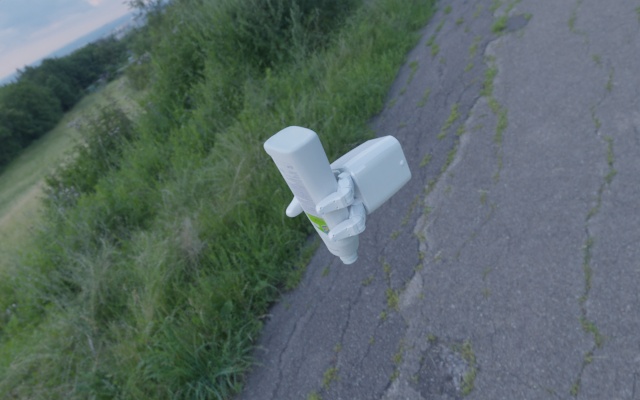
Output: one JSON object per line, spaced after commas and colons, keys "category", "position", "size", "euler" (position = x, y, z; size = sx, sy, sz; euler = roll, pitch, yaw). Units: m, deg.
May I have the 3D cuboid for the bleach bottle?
{"category": "bleach bottle", "position": [0.000, 0.003, 0.795], "size": [0.068, 0.251, 0.102], "euler": [-36, 30, -18]}
